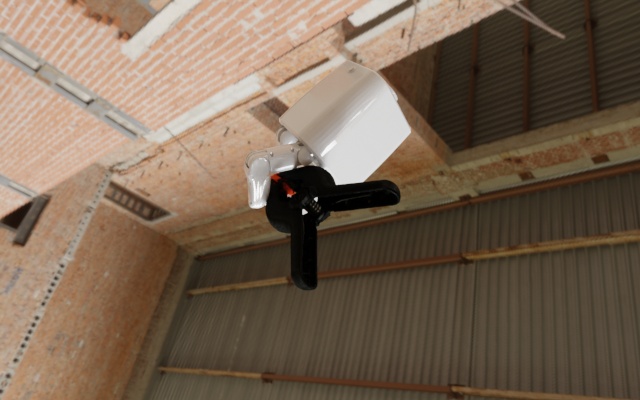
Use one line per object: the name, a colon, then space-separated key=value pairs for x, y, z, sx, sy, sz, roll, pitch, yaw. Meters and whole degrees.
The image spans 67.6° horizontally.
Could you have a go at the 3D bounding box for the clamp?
clamp: x=0.000 y=0.002 z=0.463 sx=0.120 sy=0.039 sz=0.171 roll=-35 pitch=35 yaw=-2
